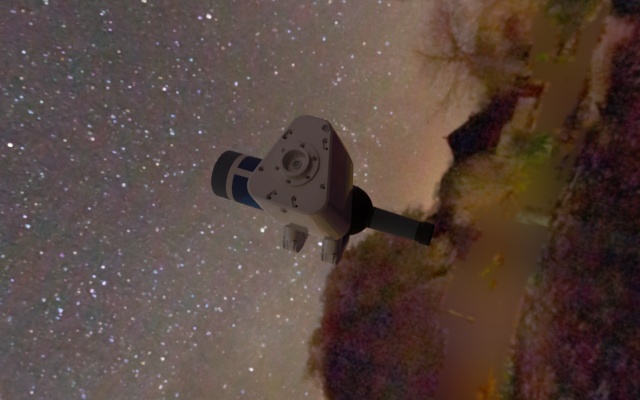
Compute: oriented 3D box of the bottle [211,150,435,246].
[{"bbox_3d":[0.000,0.002,0.621,0.295,0.069,0.069,17,5,18],"label":"bottle"}]
